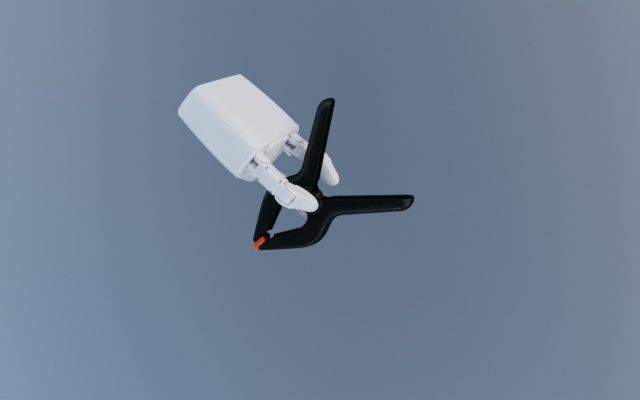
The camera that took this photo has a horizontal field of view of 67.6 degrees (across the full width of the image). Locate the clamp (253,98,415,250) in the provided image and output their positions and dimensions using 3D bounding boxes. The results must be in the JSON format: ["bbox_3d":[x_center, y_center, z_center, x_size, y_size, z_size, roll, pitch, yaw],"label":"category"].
[{"bbox_3d":[-0.001,0.002,0.600,0.210,0.164,0.036,-47,-5,18],"label":"clamp"}]
